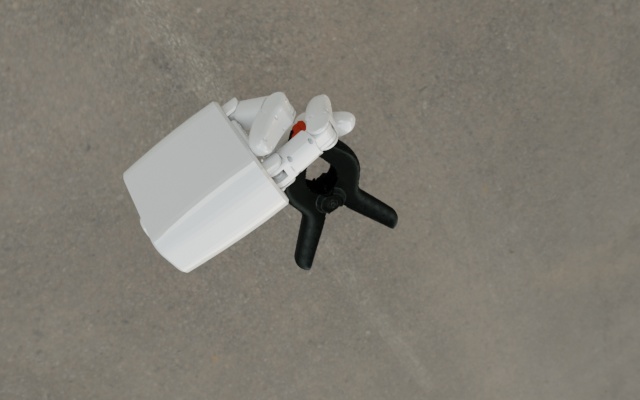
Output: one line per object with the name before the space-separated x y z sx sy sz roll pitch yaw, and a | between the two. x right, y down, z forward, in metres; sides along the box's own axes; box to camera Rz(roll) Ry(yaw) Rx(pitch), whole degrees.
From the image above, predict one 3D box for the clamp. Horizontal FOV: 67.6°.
clamp | 0.000 0.002 0.474 0.120 0.172 0.039 -36 40 -1
